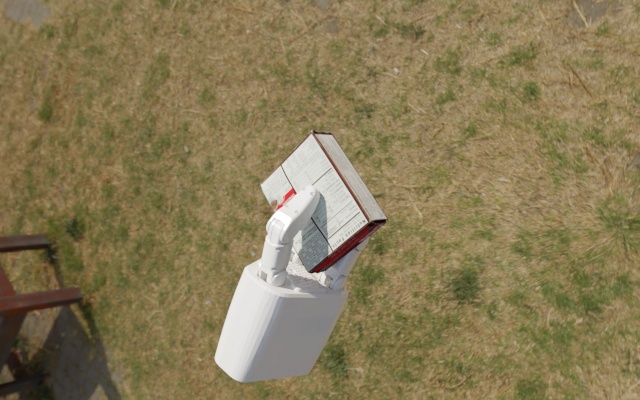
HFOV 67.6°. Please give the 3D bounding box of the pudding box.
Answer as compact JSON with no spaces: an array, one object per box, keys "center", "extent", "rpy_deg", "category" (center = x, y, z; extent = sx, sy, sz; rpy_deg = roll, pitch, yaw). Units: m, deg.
[{"center":[0.000,0.002,0.472],"extent":[0.090,0.113,0.039],"rpy_deg":[-42,-21,28],"category":"pudding box"}]
